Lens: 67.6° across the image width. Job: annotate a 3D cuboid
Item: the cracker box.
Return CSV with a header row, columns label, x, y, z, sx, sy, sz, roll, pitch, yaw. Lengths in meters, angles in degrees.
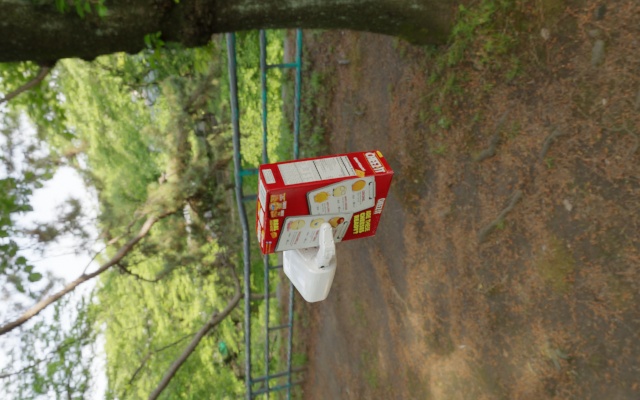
label,x,y,z,sx,sy,sz,roll,pitch,yaw
cracker box,0.000,0.003,0.817,0.213,0.072,0.164,-9,-41,-17
